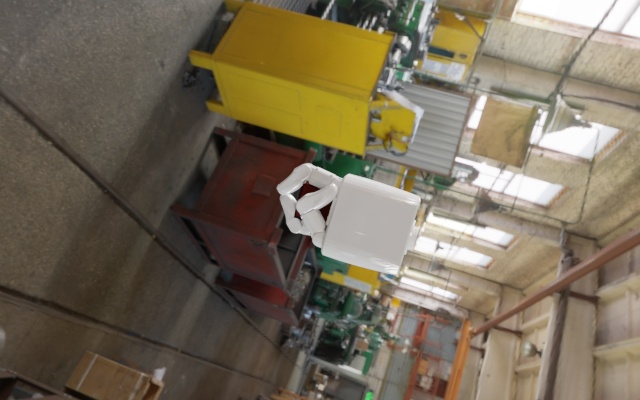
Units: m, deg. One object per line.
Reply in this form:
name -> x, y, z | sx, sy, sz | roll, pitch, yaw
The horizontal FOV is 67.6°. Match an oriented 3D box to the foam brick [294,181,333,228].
foam brick -> 0.000, 0.002, 0.696 | 0.051, 0.053, 0.078 | 16, 12, 10
